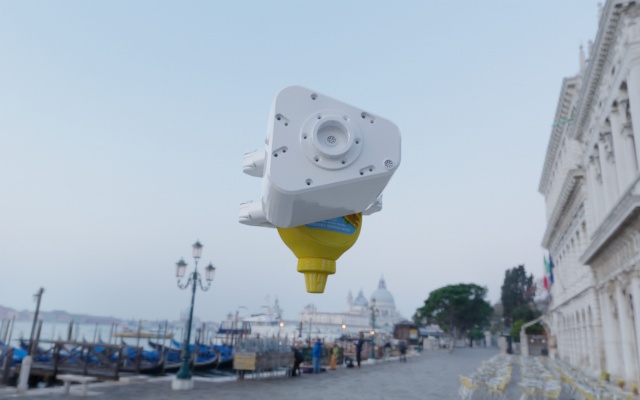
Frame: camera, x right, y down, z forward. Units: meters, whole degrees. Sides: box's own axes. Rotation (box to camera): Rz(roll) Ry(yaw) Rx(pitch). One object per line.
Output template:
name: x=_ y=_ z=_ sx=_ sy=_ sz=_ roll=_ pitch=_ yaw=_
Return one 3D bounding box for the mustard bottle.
mustard bottle: x=0.000 y=0.001 z=0.509 sx=0.096 sy=0.191 sz=0.058 roll=12 pitch=-18 yaw=-29
